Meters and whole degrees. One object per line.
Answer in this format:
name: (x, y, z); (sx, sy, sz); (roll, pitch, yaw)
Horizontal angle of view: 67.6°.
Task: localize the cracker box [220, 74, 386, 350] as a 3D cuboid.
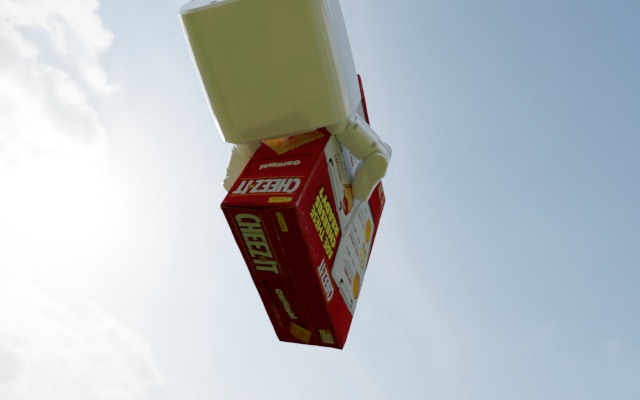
cracker box: (0.000, 0.001, 0.454); (0.072, 0.164, 0.213); (-1, 38, 21)
